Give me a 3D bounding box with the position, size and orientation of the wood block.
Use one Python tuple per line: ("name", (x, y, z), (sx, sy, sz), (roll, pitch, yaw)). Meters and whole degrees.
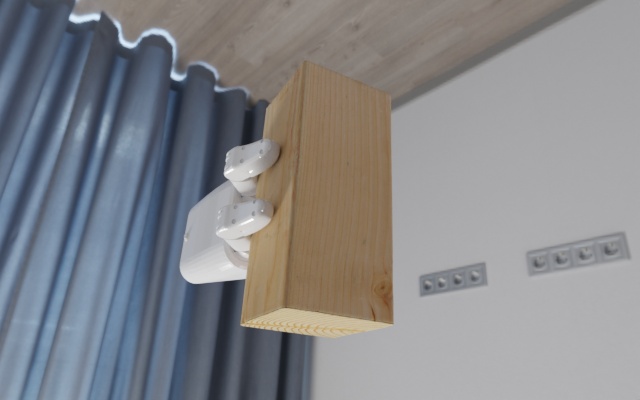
("wood block", (0.000, 0.002, 0.405), (0.091, 0.206, 0.090), (15, -27, -25))
